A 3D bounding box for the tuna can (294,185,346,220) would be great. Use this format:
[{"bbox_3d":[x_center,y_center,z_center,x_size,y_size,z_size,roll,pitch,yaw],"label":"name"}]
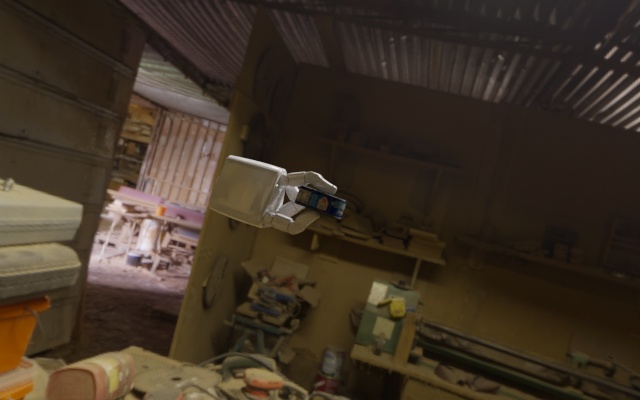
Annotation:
[{"bbox_3d":[0.000,0.002,0.816,0.086,0.034,0.086,20,0,0],"label":"tuna can"}]
